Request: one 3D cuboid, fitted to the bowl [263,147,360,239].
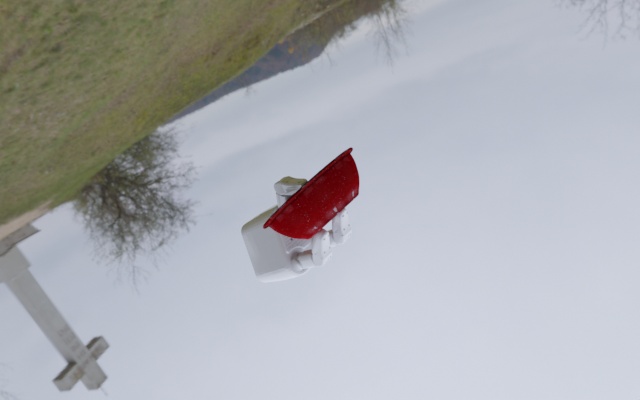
[{"bbox_3d":[0.001,0.002,0.642,0.162,0.055,0.162,-42,-2,-2],"label":"bowl"}]
